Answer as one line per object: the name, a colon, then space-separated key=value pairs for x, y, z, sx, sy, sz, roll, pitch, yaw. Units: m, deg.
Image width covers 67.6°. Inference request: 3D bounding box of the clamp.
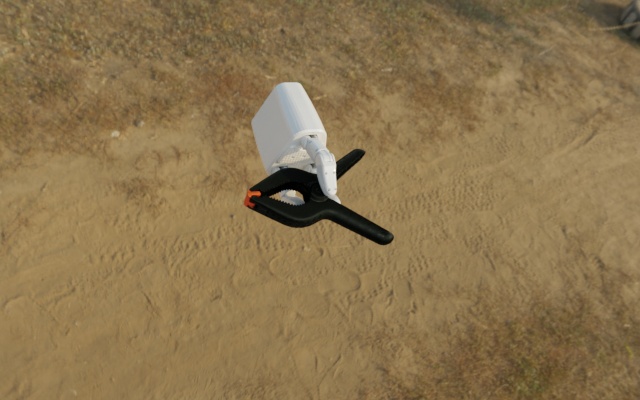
clamp: x=0.000 y=0.002 z=0.675 sx=0.210 sy=0.164 sz=0.036 roll=-8 pitch=-30 yaw=-25
